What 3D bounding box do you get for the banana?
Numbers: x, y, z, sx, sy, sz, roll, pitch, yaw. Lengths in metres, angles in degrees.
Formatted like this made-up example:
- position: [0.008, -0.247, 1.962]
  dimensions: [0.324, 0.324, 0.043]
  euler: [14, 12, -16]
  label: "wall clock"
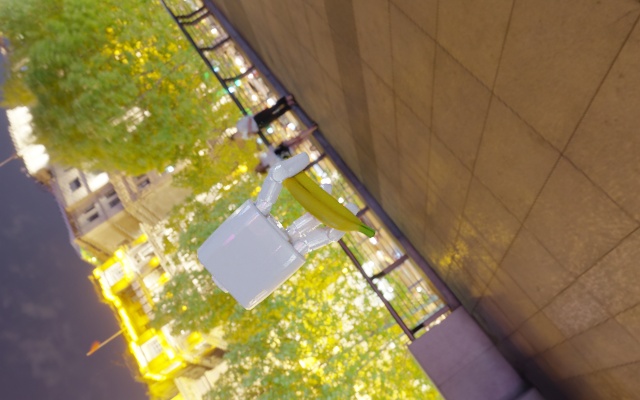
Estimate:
- position: [-0.009, -0.004, 0.650]
  dimensions: [0.070, 0.037, 0.197]
  euler: [36, 4, -44]
  label: "banana"
